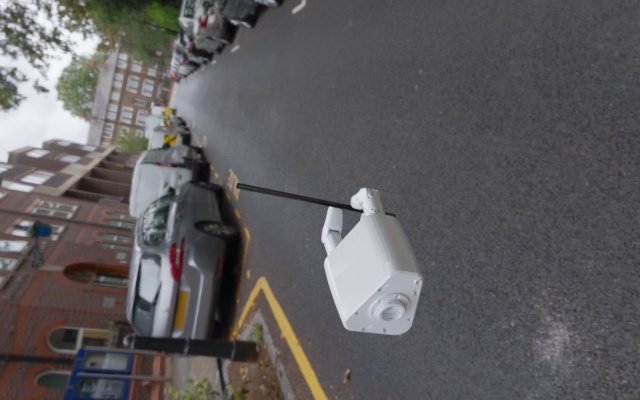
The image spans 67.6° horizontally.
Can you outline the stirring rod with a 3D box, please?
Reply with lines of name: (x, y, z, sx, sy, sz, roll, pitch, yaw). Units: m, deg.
stirring rod: (0.000, 0.002, 0.675, 0.239, 0.011, 0.011, 11, -4, -20)
